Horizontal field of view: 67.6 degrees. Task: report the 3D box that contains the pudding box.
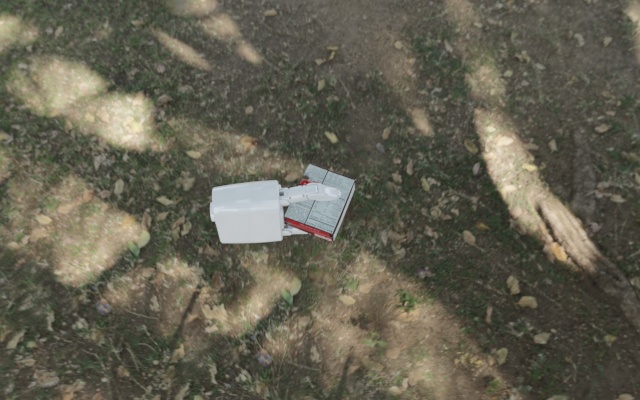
[{"bbox_3d":[0.000,0.003,0.801,0.090,0.113,0.039,21,-21,8],"label":"pudding box"}]
